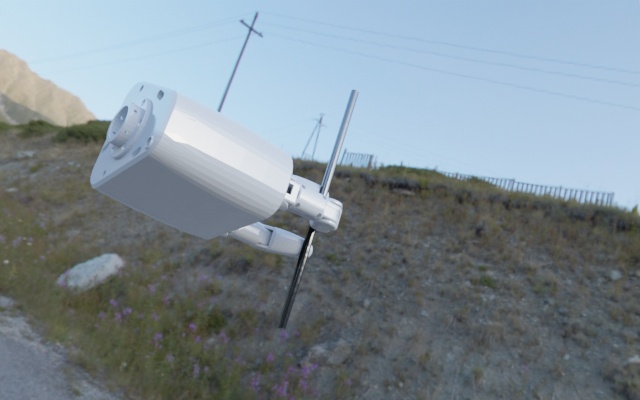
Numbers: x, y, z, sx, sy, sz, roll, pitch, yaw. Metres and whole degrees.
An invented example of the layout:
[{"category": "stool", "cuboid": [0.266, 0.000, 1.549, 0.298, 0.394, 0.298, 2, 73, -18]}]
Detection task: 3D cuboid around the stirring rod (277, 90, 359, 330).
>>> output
[{"category": "stirring rod", "cuboid": [0.000, 0.002, 0.450, 0.011, 0.239, 0.011, 16, -15, 4]}]
